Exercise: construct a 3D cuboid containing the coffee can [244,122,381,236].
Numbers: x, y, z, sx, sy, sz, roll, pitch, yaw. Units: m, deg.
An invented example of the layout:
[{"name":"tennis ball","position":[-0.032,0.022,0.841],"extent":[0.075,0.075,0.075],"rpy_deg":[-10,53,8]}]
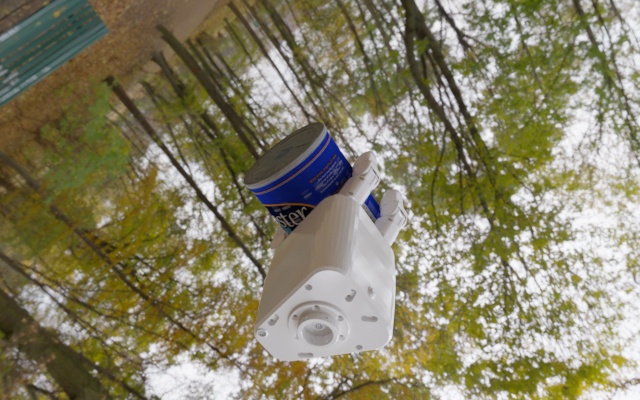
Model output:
[{"name":"coffee can","position":[0.000,0.002,0.518],"extent":[0.103,0.140,0.102],"rpy_deg":[-32,21,14]}]
